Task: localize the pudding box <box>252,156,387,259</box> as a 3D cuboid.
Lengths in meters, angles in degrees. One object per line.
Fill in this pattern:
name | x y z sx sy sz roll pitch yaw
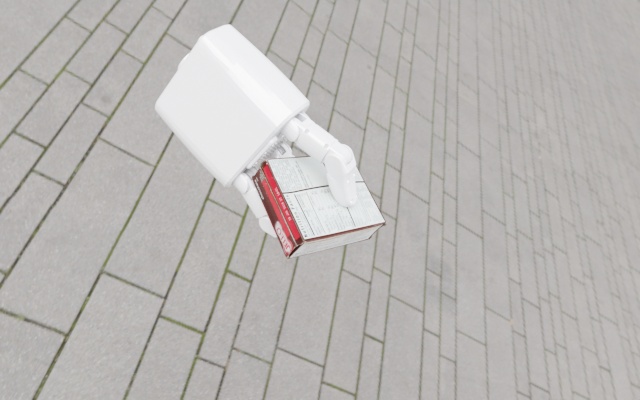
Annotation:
pudding box | 0.000 0.001 0.469 0.113 0.090 0.039 -9 -24 -38
